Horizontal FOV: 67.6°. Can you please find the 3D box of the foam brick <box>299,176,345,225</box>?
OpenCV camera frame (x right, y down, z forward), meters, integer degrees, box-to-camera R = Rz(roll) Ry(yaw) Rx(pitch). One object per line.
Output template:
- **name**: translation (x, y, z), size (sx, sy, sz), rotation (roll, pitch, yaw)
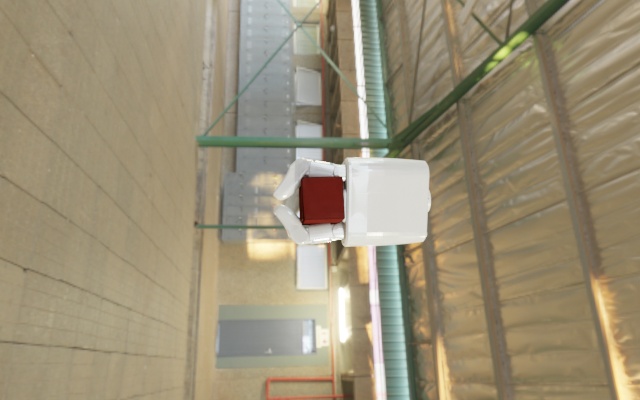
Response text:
- **foam brick**: translation (0.000, 0.002, 0.600), size (0.051, 0.053, 0.078), rotation (-1, -7, -5)
